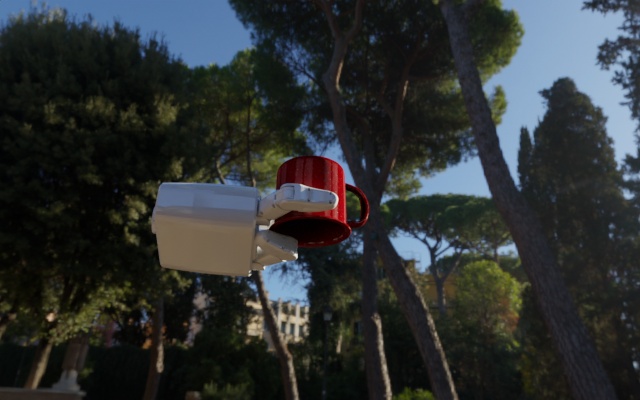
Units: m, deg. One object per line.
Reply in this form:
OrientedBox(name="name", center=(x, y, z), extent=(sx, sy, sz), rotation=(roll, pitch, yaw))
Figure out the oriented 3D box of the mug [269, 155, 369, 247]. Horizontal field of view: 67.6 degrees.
OrientedBox(name="mug", center=(0.002, 0.002, 0.559), extent=(0.117, 0.081, 0.093), rotation=(5, -26, -10))
